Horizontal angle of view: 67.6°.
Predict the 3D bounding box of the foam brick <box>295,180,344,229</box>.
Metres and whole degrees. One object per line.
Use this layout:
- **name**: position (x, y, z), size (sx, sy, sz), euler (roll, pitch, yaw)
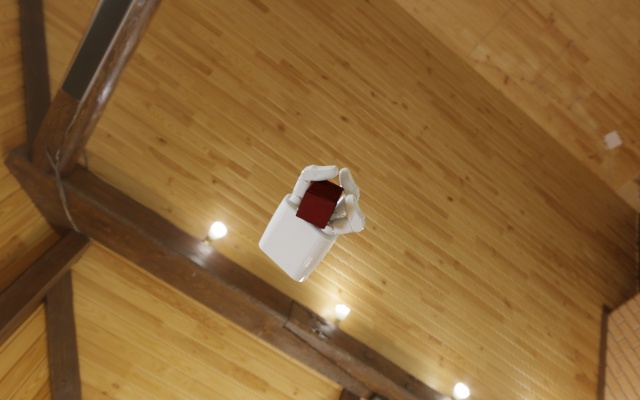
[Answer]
- **foam brick**: position (0.000, 0.003, 0.775), size (0.053, 0.051, 0.078), euler (26, 23, 4)
